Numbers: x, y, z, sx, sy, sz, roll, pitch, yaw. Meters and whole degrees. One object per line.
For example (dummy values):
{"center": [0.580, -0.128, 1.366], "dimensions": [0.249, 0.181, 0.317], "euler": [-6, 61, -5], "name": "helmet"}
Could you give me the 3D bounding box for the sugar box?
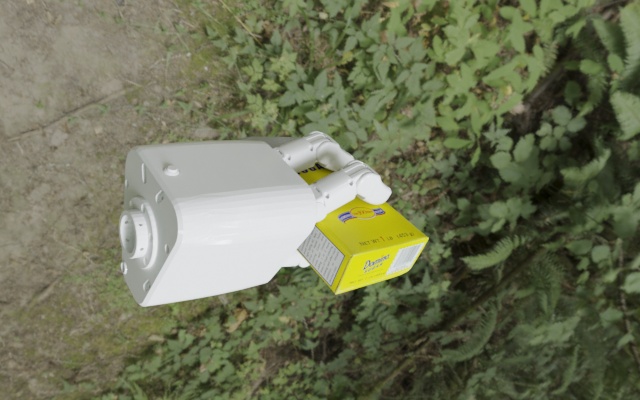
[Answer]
{"center": [0.000, 0.001, 0.425], "dimensions": [0.093, 0.048, 0.176], "euler": [-7, 41, -42], "name": "sugar box"}
